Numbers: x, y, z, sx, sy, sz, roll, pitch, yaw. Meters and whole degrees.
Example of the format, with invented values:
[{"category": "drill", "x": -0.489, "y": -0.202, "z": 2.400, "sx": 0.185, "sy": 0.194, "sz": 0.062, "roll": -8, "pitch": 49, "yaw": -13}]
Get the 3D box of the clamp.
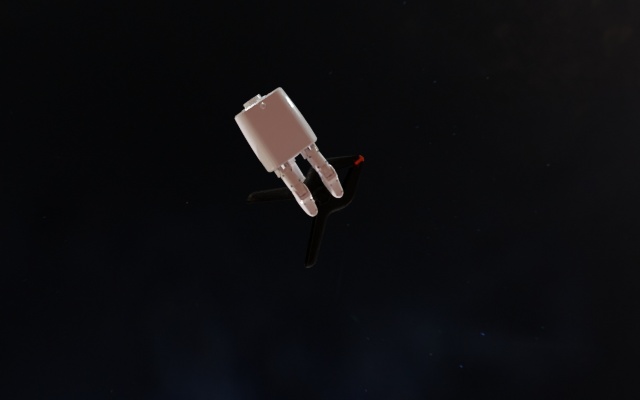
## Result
[{"category": "clamp", "x": 0.000, "y": 0.002, "z": 0.829, "sx": 0.210, "sy": 0.164, "sz": 0.036, "roll": -37, "pitch": 15, "yaw": -13}]
